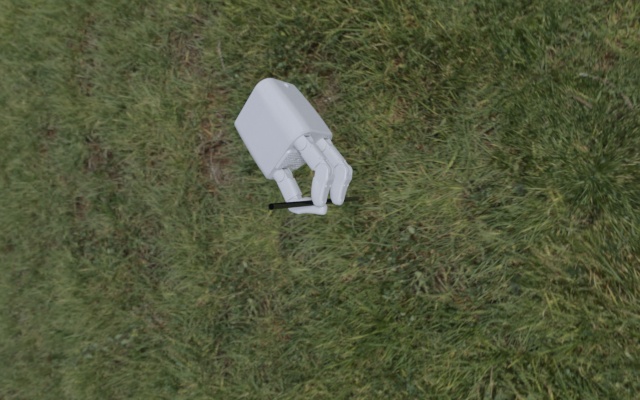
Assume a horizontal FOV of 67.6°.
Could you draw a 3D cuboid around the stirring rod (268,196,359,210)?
[{"bbox_3d":[0.000,0.002,0.676,0.011,0.011,0.239,0,2,30],"label":"stirring rod"}]
